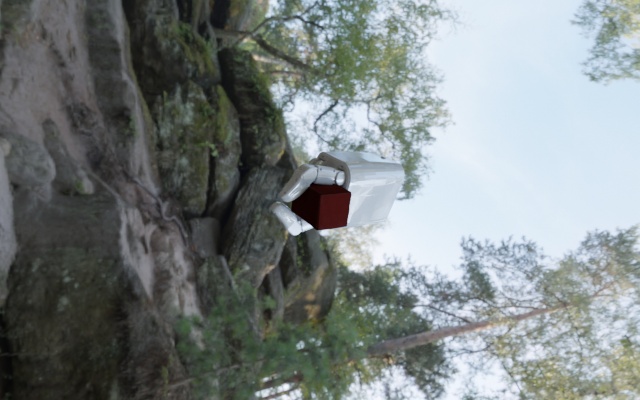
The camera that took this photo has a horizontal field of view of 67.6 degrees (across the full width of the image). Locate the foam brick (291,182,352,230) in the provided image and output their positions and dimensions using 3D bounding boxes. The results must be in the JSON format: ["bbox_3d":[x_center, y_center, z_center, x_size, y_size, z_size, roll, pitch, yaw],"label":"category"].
[{"bbox_3d":[0.000,0.002,0.670,0.051,0.053,0.078,-4,21,-31],"label":"foam brick"}]
